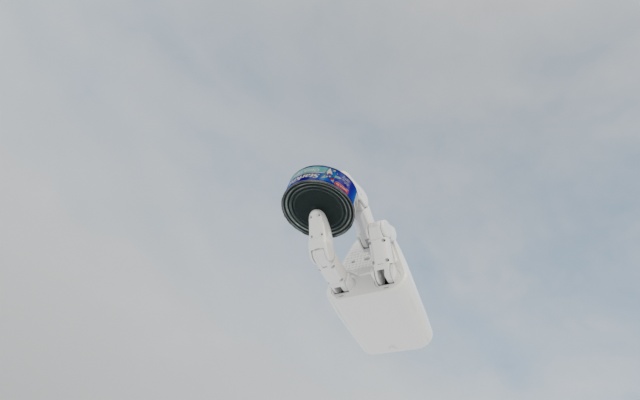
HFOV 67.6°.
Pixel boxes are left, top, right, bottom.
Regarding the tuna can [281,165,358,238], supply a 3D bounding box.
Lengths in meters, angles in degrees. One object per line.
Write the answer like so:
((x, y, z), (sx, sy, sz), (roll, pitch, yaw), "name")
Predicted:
((0.000, 0.001, 0.552), (0.086, 0.086, 0.033), (0, 39, 16), "tuna can")
